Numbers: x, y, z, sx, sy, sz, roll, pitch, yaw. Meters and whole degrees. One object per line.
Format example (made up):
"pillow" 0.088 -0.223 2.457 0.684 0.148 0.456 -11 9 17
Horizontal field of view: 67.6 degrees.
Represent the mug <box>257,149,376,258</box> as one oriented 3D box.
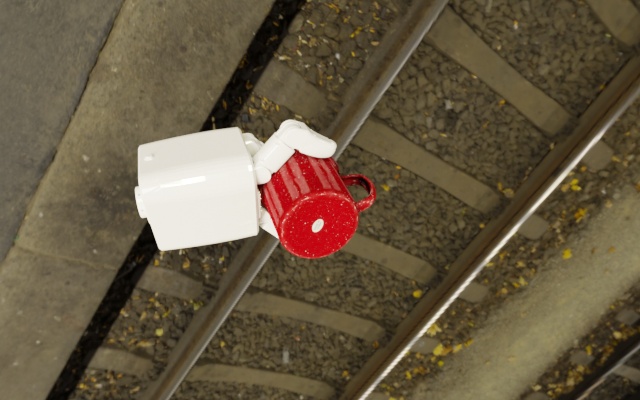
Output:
"mug" 0.002 0.001 0.486 0.117 0.093 0.081 -12 36 -12
